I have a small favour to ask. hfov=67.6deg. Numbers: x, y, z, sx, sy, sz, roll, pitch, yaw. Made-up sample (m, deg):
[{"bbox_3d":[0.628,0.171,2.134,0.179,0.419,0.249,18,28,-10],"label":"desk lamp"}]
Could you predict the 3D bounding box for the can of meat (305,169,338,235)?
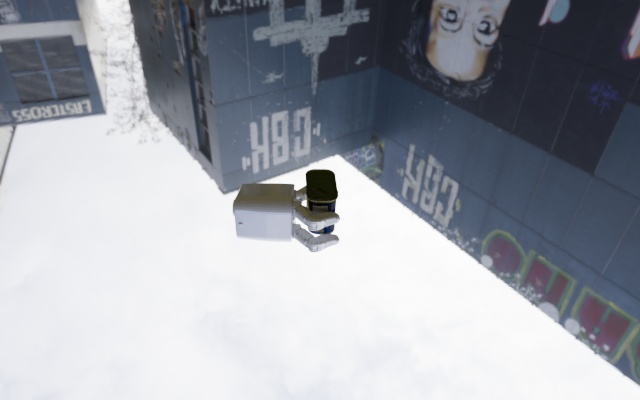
[{"bbox_3d":[0.000,0.003,0.900,0.057,0.084,0.102,-1,37,-4],"label":"can of meat"}]
